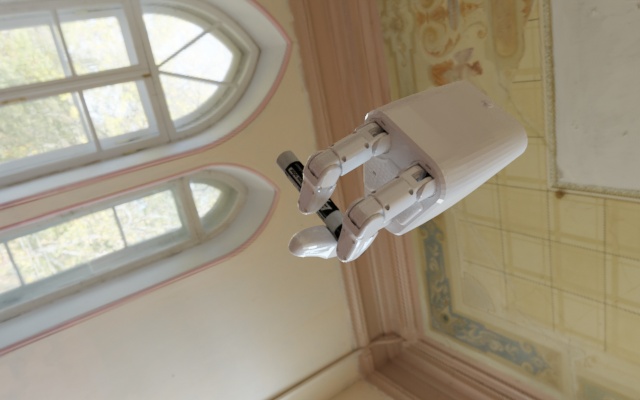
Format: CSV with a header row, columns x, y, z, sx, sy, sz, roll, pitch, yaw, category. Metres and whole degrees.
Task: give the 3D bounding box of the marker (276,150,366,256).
x,y,z,sx,sy,sz,roll,pitch,yaw,category
0.000,0.001,0.420,0.020,0.020,0.121,0,43,-51,marker
